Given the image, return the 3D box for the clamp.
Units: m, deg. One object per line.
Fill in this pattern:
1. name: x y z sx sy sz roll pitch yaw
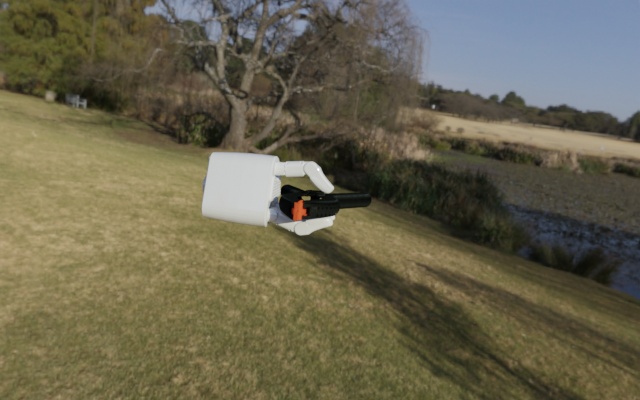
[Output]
1. clamp: 0.000 0.002 0.768 0.164 0.036 0.210 4 8 5
